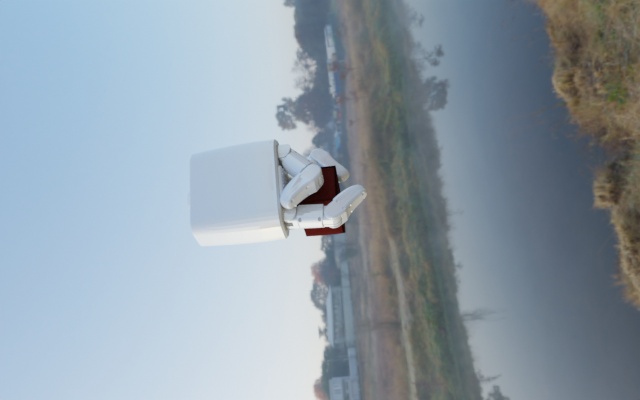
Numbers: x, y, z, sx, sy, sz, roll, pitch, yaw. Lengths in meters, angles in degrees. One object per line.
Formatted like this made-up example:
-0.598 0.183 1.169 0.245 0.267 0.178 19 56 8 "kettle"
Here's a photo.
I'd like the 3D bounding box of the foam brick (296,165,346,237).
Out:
0.000 0.002 0.594 0.051 0.053 0.078 -8 -37 5 "foam brick"
